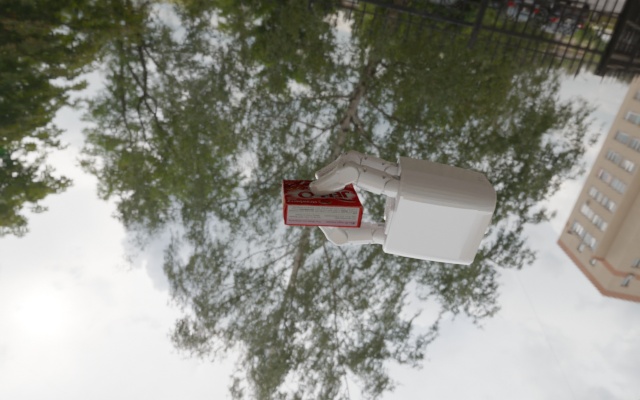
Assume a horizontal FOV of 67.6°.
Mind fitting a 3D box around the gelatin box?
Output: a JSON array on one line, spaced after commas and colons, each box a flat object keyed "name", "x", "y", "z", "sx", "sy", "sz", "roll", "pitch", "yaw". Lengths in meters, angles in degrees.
[{"name": "gelatin box", "x": 0.000, "y": 0.002, "z": 0.559, "sx": 0.089, "sy": 0.030, "sz": 0.073, "roll": 2, "pitch": 24, "yaw": -8}]
